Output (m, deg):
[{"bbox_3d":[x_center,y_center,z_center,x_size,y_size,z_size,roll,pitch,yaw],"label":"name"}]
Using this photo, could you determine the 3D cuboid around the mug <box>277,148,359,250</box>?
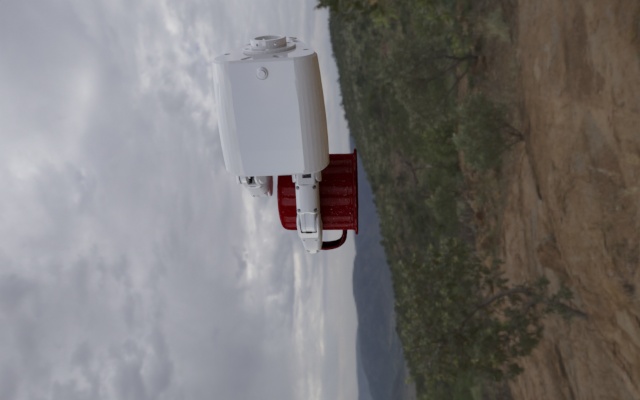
[{"bbox_3d":[0.000,0.003,0.523,0.081,0.117,0.093,-1,28,5],"label":"mug"}]
